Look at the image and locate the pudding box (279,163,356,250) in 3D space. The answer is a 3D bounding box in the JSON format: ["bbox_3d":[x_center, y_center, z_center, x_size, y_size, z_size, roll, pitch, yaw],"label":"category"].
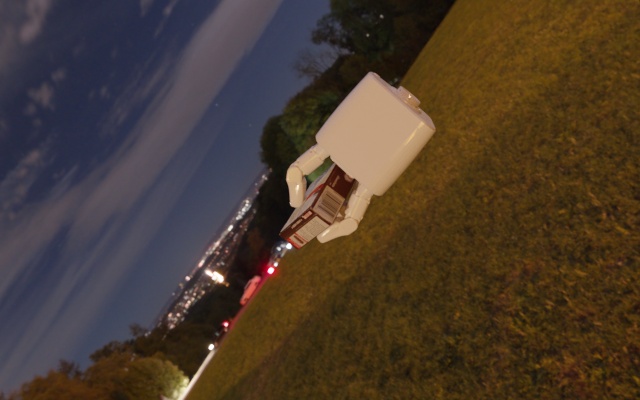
[{"bbox_3d":[0.000,0.002,0.645,0.039,0.113,0.090,39,-41,-8],"label":"pudding box"}]
